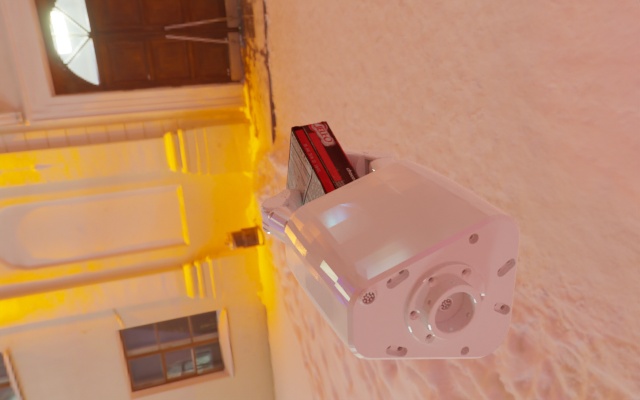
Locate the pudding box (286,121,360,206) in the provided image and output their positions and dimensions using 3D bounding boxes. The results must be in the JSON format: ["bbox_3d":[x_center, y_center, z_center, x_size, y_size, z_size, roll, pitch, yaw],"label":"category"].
[{"bbox_3d":[0.000,0.001,0.424,0.039,0.090,0.114,-10,-40,-19],"label":"pudding box"}]
